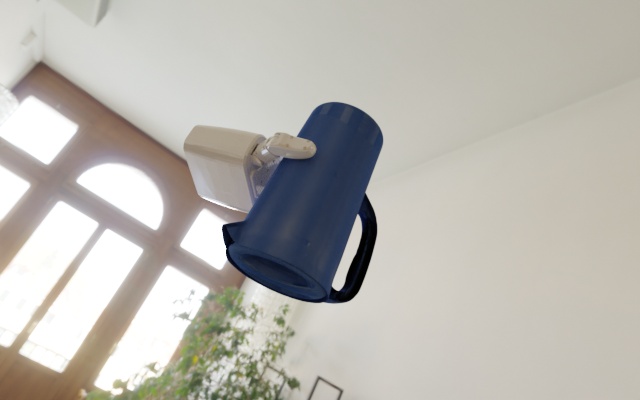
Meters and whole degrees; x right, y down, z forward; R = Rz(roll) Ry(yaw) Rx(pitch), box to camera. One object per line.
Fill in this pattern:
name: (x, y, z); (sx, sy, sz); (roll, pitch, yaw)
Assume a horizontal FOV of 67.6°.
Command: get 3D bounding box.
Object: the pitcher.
pitcher: (0.000, 0.002, 0.607); (0.145, 0.242, 0.149); (14, -29, 24)
